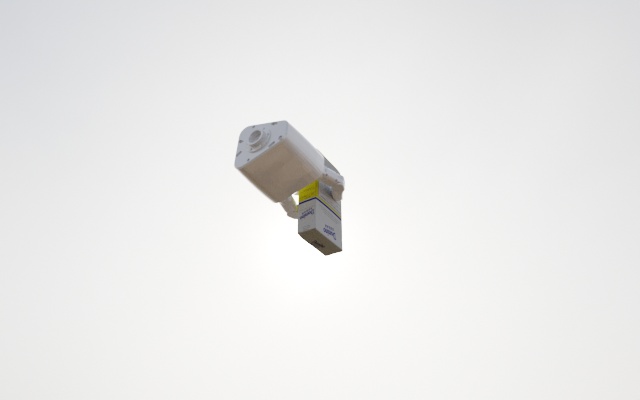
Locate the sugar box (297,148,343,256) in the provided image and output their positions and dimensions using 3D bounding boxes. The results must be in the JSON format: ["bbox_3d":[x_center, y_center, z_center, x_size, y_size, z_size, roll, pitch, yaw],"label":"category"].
[{"bbox_3d":[0.000,0.003,0.867,0.048,0.176,0.093,-18,-40,28],"label":"sugar box"}]
